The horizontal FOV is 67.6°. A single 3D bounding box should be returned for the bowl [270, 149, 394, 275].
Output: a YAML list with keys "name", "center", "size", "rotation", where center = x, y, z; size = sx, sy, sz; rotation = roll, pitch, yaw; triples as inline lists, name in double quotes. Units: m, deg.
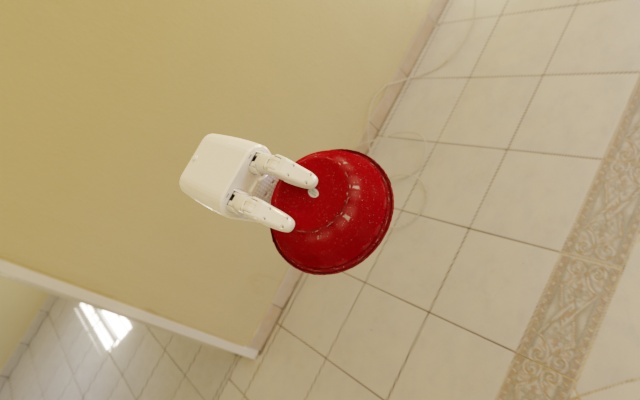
- name: "bowl"
  center: [0.001, 0.002, 0.553]
  size: [0.162, 0.162, 0.055]
  rotation: [0, -21, 25]
